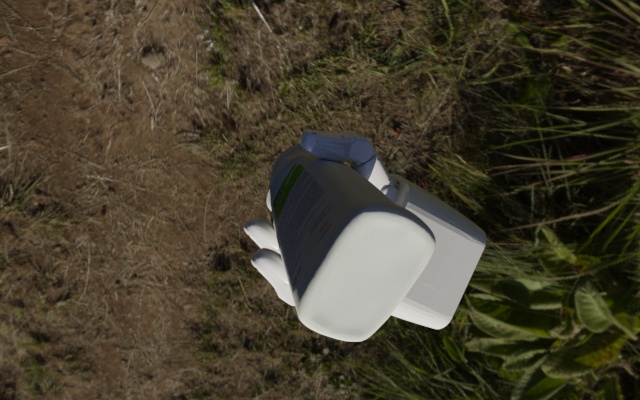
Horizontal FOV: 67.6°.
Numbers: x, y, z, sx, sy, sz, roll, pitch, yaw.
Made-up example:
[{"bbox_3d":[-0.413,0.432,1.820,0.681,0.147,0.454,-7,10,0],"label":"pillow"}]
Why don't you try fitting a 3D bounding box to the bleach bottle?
[{"bbox_3d":[0.000,0.001,0.409,0.068,0.102,0.250,25,16,-23],"label":"bleach bottle"}]
